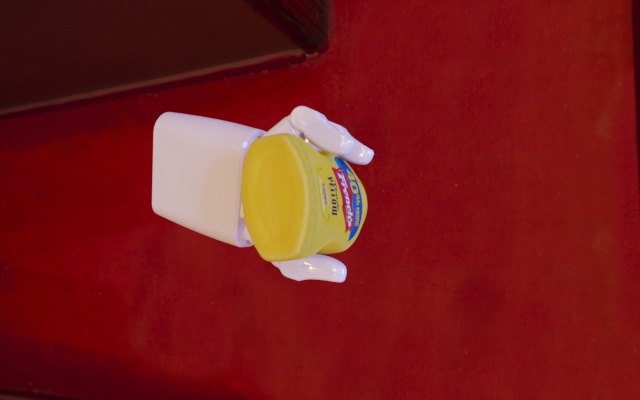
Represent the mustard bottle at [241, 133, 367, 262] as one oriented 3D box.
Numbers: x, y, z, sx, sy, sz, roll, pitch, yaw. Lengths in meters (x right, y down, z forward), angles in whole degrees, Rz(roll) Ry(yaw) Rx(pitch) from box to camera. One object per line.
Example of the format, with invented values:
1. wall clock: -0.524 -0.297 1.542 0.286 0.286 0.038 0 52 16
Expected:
1. mustard bottle: 0.000 0.001 0.436 0.058 0.096 0.191 -10 -6 21
